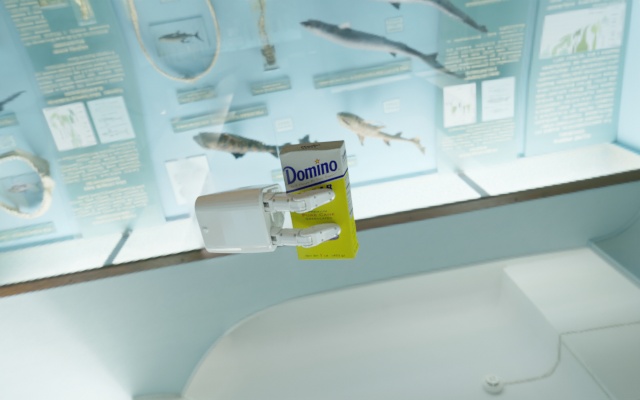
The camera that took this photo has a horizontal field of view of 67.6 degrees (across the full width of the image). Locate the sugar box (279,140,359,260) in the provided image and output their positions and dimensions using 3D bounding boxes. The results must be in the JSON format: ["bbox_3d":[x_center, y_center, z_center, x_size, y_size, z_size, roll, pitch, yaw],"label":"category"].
[{"bbox_3d":[0.000,0.003,0.711,0.093,0.176,0.048,-4,25,15],"label":"sugar box"}]
